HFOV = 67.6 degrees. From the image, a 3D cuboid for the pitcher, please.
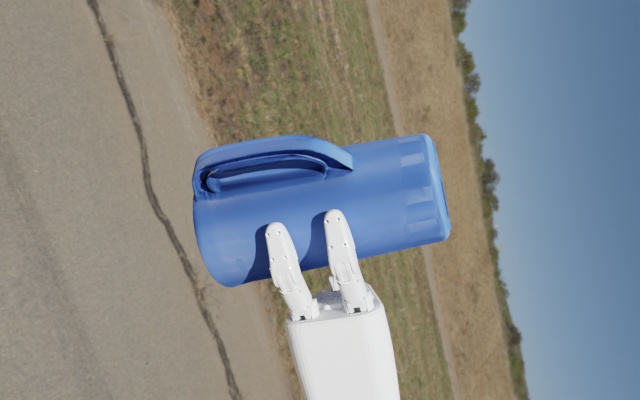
[{"bbox_3d":[0.000,0.002,0.486,0.243,0.145,0.149,-11,4,13],"label":"pitcher"}]
